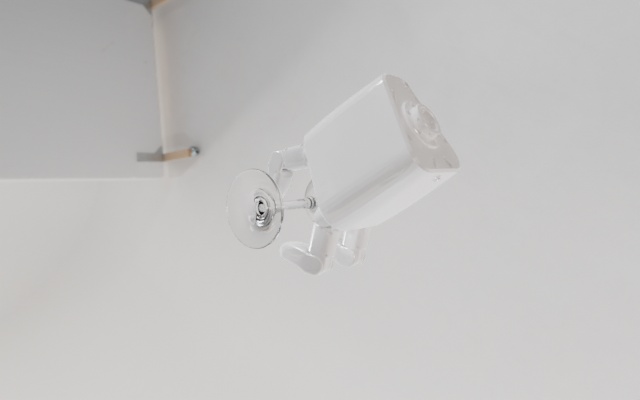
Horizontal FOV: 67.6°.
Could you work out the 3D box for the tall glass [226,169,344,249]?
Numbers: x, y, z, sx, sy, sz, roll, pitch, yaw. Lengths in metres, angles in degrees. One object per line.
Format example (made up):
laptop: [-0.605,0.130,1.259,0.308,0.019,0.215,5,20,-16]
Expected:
tall glass: [0.000,0.002,0.516,0.079,0.079,0.201,0,3,38]
